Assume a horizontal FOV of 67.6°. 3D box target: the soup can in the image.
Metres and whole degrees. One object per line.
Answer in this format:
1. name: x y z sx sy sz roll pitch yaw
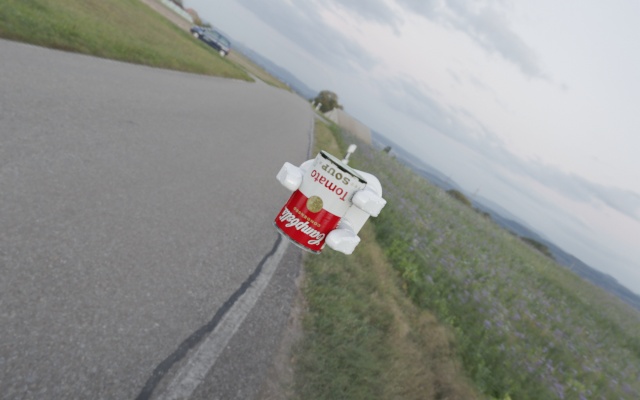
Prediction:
1. soup can: 0.000 0.002 0.556 0.068 0.102 0.068 33 9 -6
